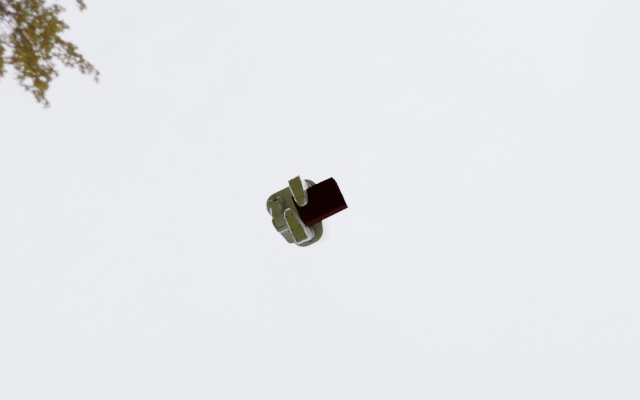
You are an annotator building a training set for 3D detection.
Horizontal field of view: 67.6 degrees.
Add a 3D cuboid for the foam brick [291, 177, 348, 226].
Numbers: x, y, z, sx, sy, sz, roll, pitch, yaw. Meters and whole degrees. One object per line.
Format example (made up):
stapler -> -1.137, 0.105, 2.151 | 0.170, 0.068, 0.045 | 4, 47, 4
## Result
foam brick -> 0.000, 0.003, 0.790 | 0.078, 0.053, 0.051 | -25, -11, 7
